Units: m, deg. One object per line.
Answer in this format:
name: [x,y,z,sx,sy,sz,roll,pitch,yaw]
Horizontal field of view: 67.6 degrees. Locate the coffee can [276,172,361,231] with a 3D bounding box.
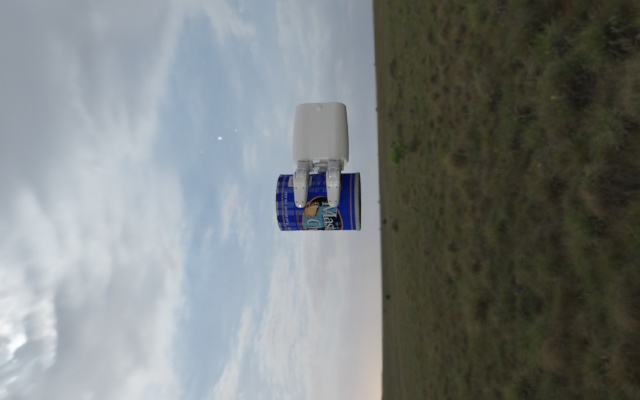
coffee can: [0.000,0.003,0.842,0.140,0.103,0.103,-1,0,7]
